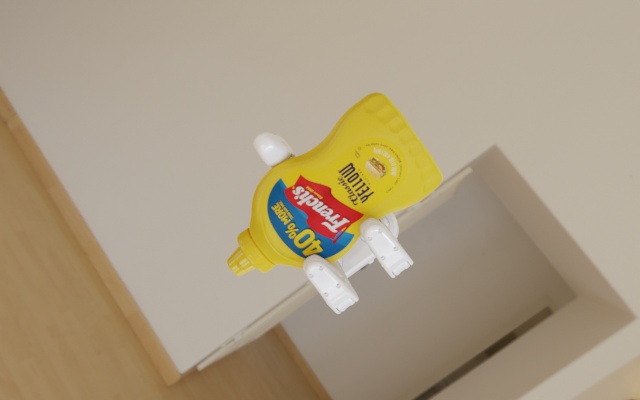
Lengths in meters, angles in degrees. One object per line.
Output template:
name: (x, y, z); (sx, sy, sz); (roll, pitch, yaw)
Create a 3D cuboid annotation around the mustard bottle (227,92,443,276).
mustard bottle: (0.000, 0.001, 0.407); (0.191, 0.096, 0.058); (-37, 12, 5)
